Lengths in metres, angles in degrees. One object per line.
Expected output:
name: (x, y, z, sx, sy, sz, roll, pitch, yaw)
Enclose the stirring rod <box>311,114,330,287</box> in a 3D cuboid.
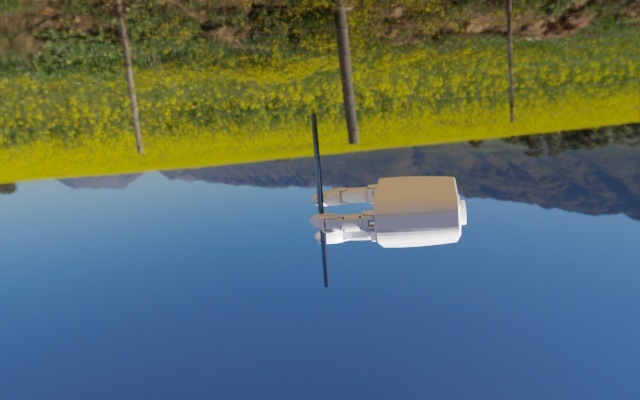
stirring rod: (0.000, 0.002, 0.659, 0.011, 0.239, 0.011, -4, 7, 1)
